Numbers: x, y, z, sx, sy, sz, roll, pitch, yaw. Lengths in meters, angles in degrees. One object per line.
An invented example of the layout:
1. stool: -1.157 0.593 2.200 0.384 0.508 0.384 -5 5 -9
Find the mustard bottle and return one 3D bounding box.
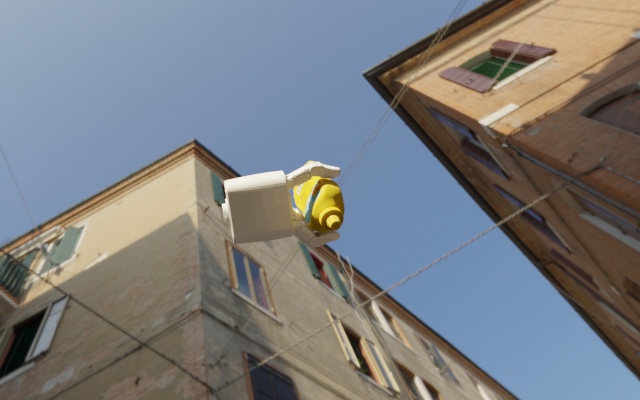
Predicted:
1. mustard bottle: 0.000 0.003 0.873 0.058 0.096 0.191 14 19 -22
